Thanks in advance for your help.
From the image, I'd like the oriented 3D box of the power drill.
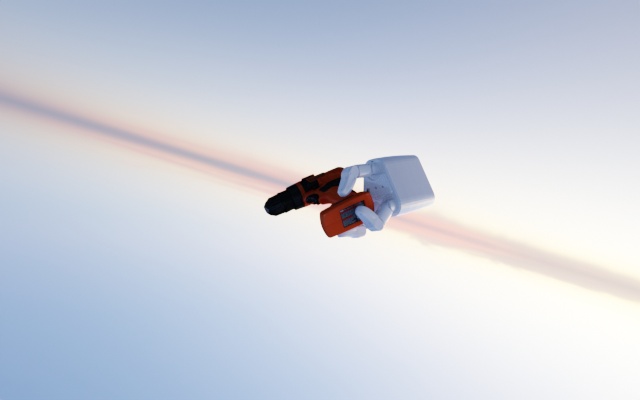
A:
[{"bbox_3d":[0.001,0.003,0.893,0.184,0.057,0.187,-25,28,-15],"label":"power drill"}]
